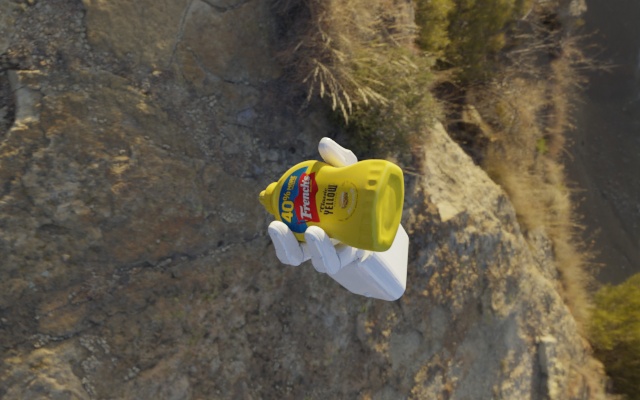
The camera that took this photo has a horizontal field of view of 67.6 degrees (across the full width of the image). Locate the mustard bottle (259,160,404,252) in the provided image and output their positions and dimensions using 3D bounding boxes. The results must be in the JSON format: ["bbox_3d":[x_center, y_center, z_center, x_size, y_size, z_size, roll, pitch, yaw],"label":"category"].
[{"bbox_3d":[0.000,0.002,0.556,0.191,0.096,0.058,4,-7,40],"label":"mustard bottle"}]
